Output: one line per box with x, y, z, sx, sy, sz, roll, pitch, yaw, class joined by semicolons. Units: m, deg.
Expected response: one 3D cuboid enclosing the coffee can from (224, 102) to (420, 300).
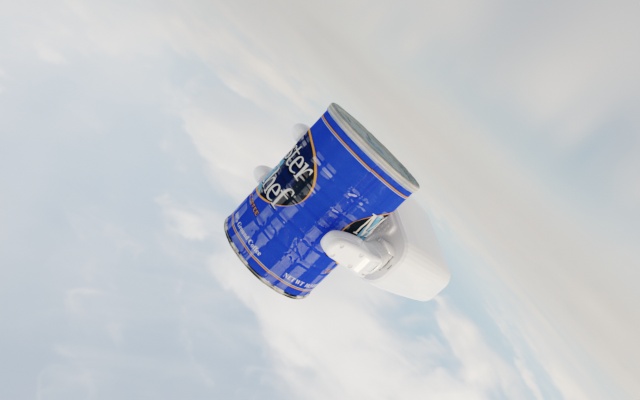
0.000;0.001;0.416;0.140;0.103;0.103;-46;-14;14;coffee can
